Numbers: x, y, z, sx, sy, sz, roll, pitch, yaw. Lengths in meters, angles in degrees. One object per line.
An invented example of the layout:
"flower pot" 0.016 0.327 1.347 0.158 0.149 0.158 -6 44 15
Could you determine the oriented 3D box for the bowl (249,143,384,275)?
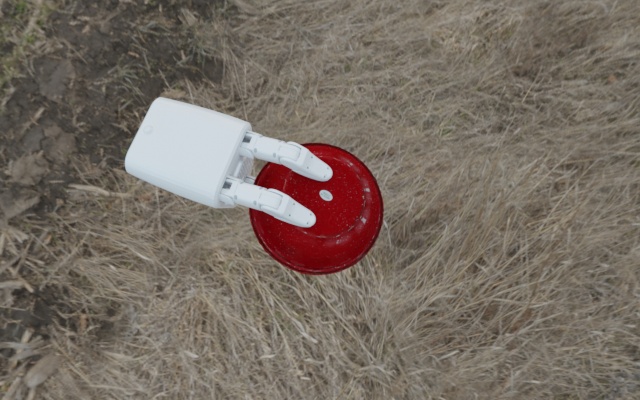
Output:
"bowl" 0.001 0.002 0.543 0.162 0.162 0.055 0 -13 -9
